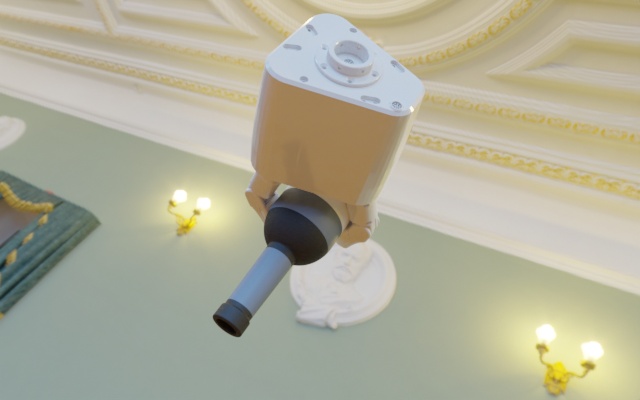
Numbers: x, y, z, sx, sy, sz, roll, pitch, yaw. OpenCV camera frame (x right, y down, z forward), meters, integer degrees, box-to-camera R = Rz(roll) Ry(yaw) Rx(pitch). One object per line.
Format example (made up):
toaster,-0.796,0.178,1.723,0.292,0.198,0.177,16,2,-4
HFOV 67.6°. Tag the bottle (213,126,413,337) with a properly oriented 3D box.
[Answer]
bottle,0.000,0.001,0.454,0.069,0.069,0.295,0,41,41
